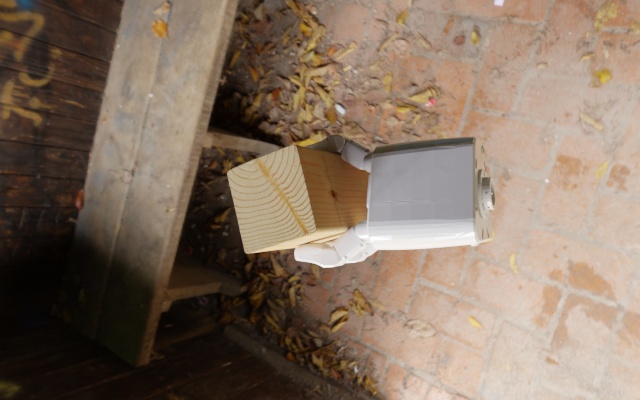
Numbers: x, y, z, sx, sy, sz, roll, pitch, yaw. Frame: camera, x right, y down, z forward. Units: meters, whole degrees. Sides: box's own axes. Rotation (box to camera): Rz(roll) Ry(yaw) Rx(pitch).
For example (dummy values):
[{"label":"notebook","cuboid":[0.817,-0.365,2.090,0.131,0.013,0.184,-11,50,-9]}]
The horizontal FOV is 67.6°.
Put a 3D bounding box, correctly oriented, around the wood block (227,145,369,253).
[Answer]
[{"label":"wood block","cuboid":[0.000,0.001,0.556,0.090,0.091,0.206,-19,-10,27]}]
